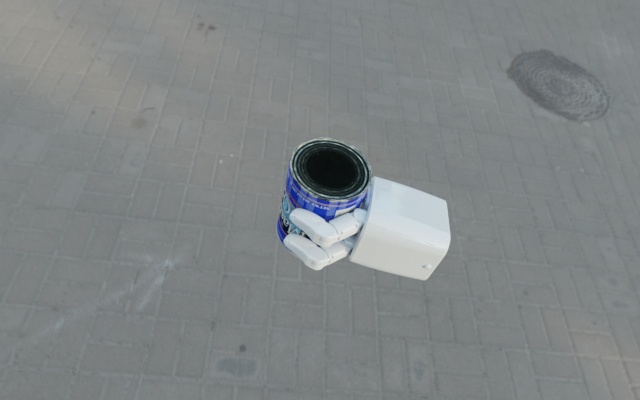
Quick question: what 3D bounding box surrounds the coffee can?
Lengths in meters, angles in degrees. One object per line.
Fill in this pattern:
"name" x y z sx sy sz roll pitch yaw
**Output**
"coffee can" 0.000 0.002 0.632 0.103 0.102 0.140 0 -37 -14
